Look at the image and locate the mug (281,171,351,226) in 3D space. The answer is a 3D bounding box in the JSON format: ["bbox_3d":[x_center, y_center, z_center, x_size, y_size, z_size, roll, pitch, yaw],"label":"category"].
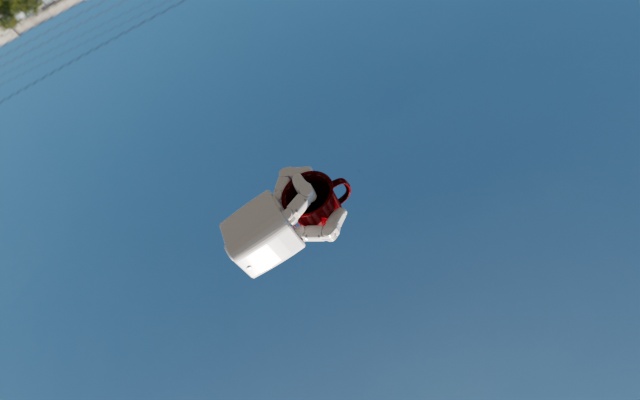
[{"bbox_3d":[0.001,0.002,0.828,0.117,0.093,0.081,-32,-39,-1],"label":"mug"}]
